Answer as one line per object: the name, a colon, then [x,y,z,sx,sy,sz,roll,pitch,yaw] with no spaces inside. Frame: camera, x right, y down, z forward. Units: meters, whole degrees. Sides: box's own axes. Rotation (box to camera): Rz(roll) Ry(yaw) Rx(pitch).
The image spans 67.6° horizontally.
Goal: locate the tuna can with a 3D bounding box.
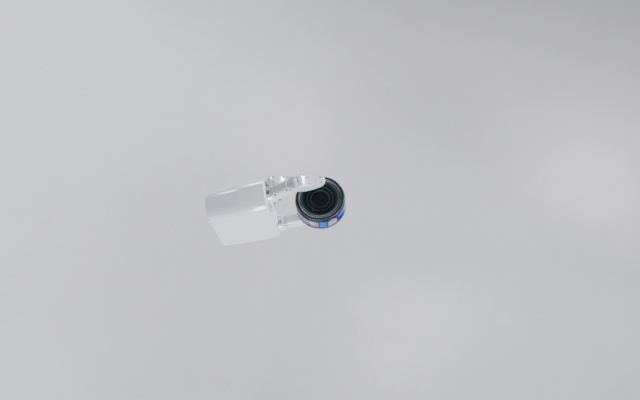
tuna can: [0.000,0.002,0.811,0.086,0.086,0.034,0,-25,4]
